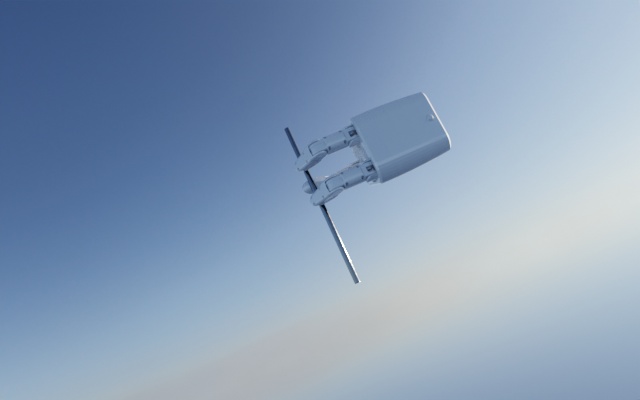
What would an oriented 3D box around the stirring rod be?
[{"bbox_3d":[0.000,0.002,0.655,0.011,0.239,0.011,-23,-15,-7],"label":"stirring rod"}]
